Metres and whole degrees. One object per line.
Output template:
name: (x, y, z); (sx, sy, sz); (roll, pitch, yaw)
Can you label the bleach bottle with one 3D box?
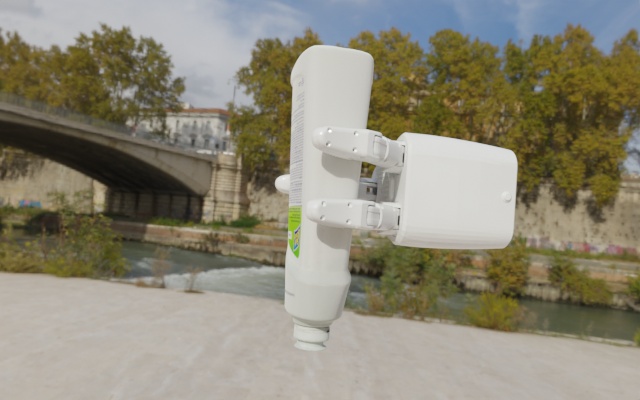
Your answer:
bleach bottle: (0.000, 0.001, 0.425); (0.068, 0.251, 0.102); (5, -3, -10)
